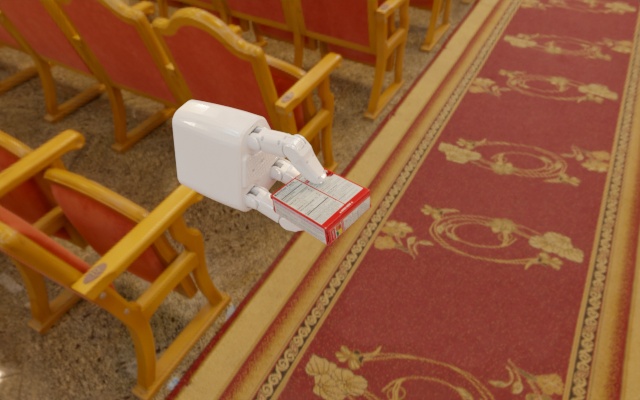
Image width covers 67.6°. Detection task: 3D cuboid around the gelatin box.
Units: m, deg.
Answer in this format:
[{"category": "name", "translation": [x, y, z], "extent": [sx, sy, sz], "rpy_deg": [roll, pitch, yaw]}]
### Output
[{"category": "gelatin box", "translation": [0.000, 0.002, 0.534], "extent": [0.089, 0.030, 0.073], "rpy_deg": [28, 54, 35]}]
